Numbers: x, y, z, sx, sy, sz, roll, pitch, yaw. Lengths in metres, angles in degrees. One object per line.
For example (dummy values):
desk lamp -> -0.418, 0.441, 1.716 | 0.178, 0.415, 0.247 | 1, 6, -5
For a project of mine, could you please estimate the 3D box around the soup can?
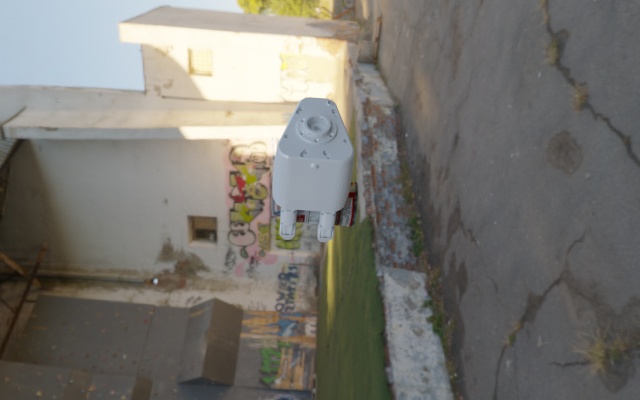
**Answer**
soup can -> 0.000, 0.002, 0.705 | 0.102, 0.068, 0.068 | 4, 0, -3
